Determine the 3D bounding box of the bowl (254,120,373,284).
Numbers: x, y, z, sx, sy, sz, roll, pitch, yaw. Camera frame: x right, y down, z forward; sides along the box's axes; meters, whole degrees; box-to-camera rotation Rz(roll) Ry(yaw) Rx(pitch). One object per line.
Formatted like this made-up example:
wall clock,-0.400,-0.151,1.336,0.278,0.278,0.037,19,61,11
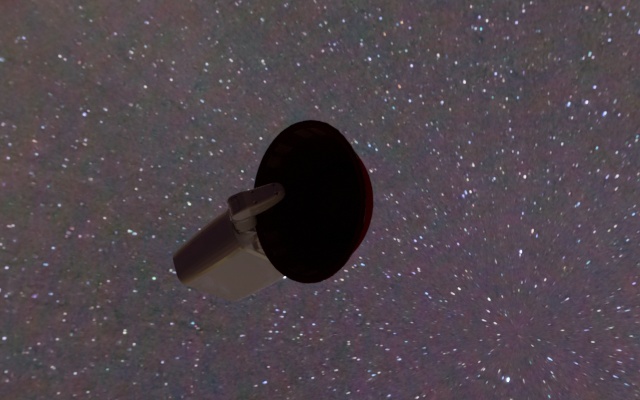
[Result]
bowl,0.001,0.001,0.490,0.055,0.162,0.162,2,-1,-45
